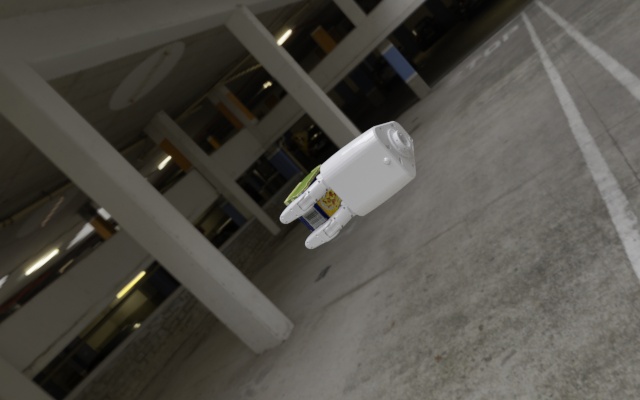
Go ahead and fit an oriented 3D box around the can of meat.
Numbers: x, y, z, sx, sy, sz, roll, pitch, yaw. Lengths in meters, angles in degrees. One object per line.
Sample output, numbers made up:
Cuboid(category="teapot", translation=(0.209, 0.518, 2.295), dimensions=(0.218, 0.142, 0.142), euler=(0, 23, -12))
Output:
Cuboid(category="can of meat", translation=(0.000, 0.002, 0.760), dimensions=(0.057, 0.084, 0.102), euler=(-36, 12, 35))
